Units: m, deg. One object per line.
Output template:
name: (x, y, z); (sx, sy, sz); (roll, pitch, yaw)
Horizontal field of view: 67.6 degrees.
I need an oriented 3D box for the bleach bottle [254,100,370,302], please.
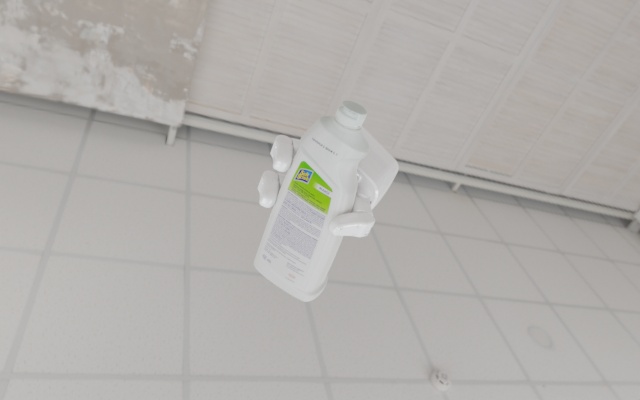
bleach bottle: (0.000, 0.002, 0.573); (0.102, 0.251, 0.068); (31, 33, 11)
